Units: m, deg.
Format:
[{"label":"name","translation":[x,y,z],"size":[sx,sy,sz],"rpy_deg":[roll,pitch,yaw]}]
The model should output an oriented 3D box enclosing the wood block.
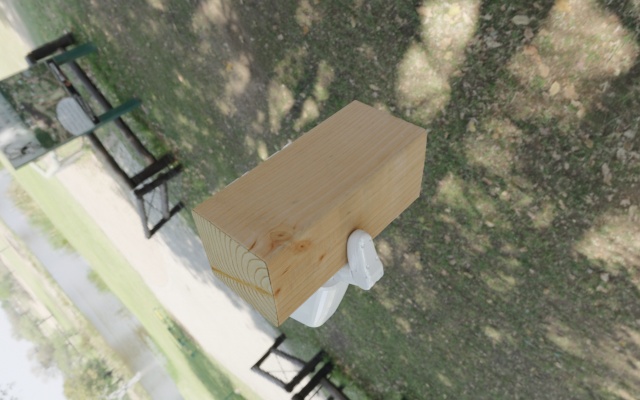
[{"label":"wood block","translation":[0.000,0.002,0.442],"size":[0.090,0.090,0.206],"rpy_deg":[31,54,30]}]
